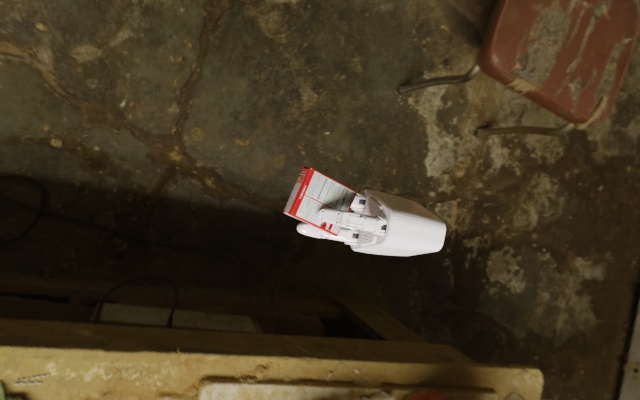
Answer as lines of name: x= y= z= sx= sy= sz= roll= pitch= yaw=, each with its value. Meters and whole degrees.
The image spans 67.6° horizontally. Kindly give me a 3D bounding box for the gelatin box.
gelatin box: x=0.000 y=0.002 z=0.692 sx=0.089 sy=0.073 sz=0.030 roll=26 pitch=-5 yaw=-29
